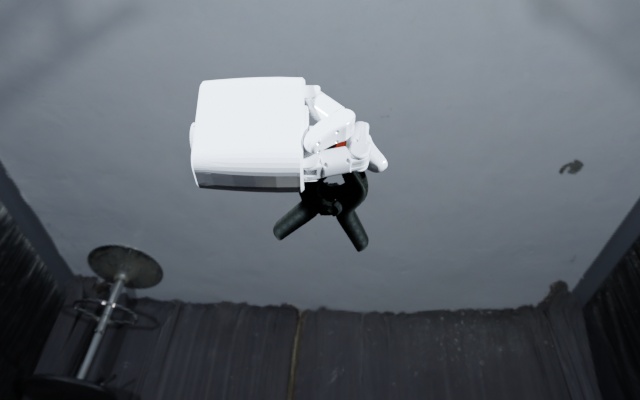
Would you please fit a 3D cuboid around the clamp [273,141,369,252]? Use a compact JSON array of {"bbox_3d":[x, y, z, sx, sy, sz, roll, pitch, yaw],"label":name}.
[{"bbox_3d":[0.000,0.002,0.554,0.120,0.039,0.172,-2,-44,-1],"label":"clamp"}]
